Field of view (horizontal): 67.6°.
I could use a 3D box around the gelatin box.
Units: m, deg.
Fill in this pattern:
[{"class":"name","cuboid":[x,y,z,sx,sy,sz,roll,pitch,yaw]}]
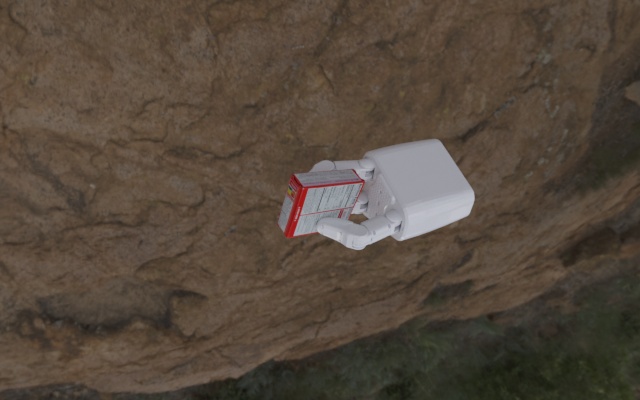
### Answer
[{"class":"gelatin box","cuboid":[0.000,0.002,0.555,0.089,0.073,0.030,-8,43,-34]}]
